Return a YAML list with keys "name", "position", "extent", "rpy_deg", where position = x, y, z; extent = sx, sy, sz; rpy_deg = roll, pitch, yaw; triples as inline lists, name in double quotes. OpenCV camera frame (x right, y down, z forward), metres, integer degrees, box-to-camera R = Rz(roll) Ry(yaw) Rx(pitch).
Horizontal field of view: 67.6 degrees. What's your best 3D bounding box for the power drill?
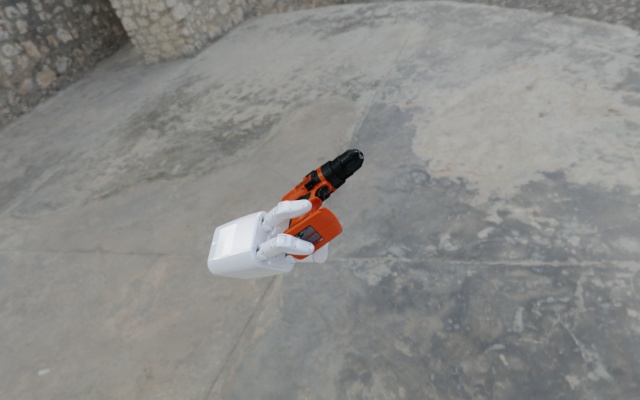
- name: "power drill"
  position: [0.000, 0.003, 0.813]
  extent: [0.184, 0.057, 0.187]
  rpy_deg: [-38, 20, 22]
